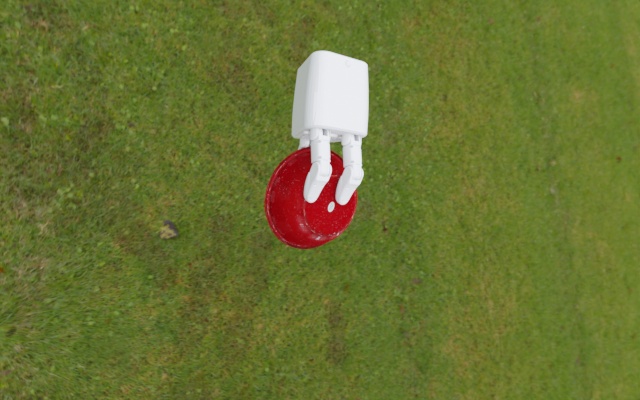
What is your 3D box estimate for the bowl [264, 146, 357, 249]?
[{"bbox_3d":[0.000,0.004,0.714,0.162,0.162,0.055,0,12,-34],"label":"bowl"}]
